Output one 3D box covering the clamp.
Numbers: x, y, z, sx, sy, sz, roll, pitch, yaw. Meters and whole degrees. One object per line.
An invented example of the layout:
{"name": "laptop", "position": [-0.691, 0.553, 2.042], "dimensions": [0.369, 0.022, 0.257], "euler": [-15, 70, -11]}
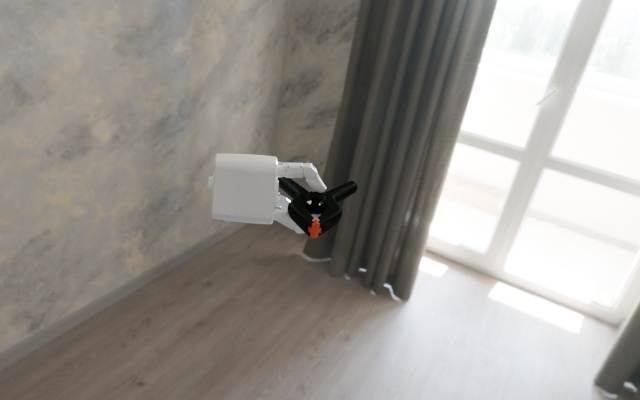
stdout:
{"name": "clamp", "position": [0.000, 0.002, 0.859], "dimensions": [0.164, 0.036, 0.210], "euler": [3, 27, -9]}
